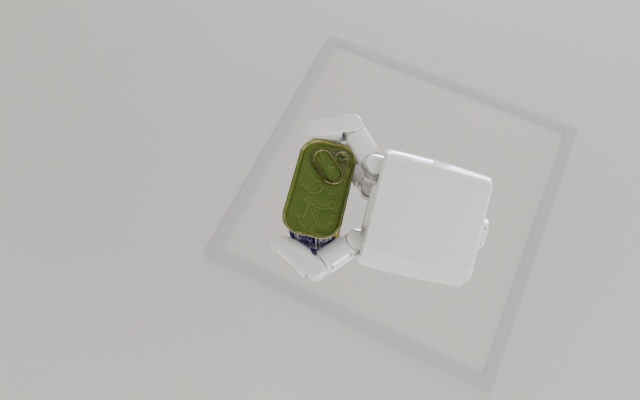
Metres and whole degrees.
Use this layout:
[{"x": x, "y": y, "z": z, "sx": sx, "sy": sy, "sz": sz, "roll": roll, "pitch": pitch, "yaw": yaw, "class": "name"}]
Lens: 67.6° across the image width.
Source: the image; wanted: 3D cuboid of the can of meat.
[{"x": 0.000, "y": 0.002, "z": 0.497, "sx": 0.057, "sy": 0.102, "sz": 0.084, "roll": 12, "pitch": -21, "yaw": 5, "class": "can of meat"}]
